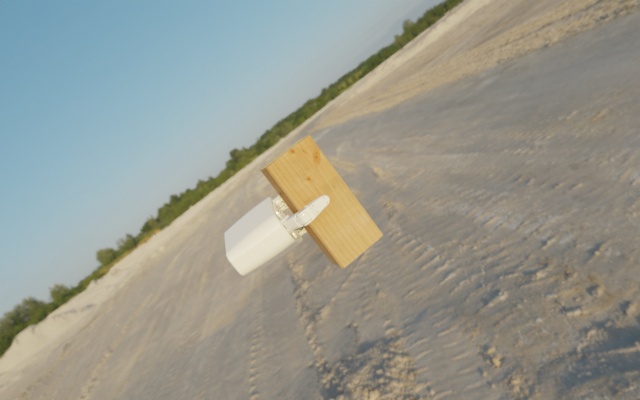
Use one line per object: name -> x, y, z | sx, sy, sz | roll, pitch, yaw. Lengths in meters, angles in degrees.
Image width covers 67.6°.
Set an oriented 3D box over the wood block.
wood block -> 0.000, 0.003, 0.805 | 0.090, 0.206, 0.091 | -39, 9, -10
